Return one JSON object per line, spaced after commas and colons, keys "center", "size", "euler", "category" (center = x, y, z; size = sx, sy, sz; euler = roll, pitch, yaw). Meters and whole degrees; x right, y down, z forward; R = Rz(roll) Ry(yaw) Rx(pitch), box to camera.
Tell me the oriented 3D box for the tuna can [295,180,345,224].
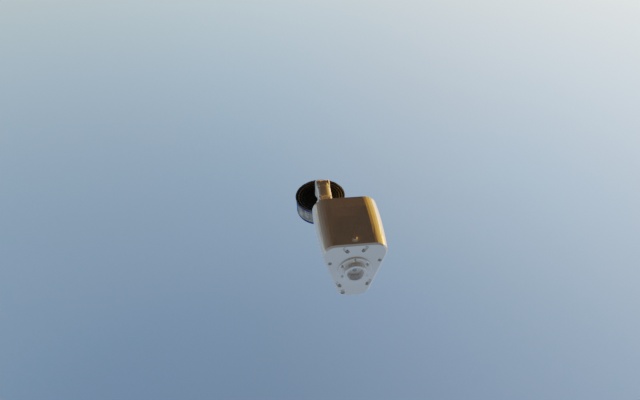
{"center": [0.000, 0.003, 0.834], "size": [0.086, 0.034, 0.086], "euler": [-2, 41, 2], "category": "tuna can"}
